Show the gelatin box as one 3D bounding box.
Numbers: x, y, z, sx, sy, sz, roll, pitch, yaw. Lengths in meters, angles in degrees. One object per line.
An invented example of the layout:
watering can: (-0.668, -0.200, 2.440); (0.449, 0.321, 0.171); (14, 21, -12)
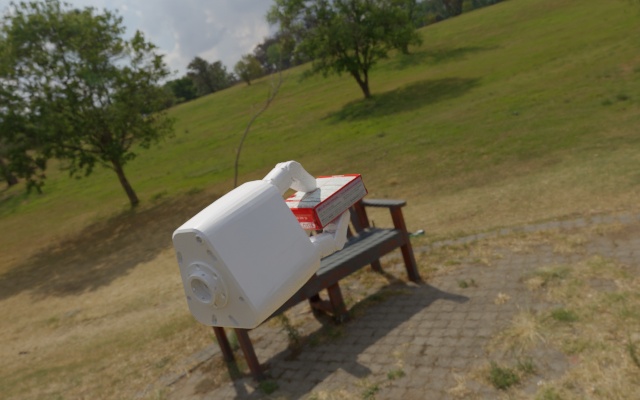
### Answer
gelatin box: (0.000, 0.001, 0.564); (0.073, 0.030, 0.089); (-1, 28, 48)
